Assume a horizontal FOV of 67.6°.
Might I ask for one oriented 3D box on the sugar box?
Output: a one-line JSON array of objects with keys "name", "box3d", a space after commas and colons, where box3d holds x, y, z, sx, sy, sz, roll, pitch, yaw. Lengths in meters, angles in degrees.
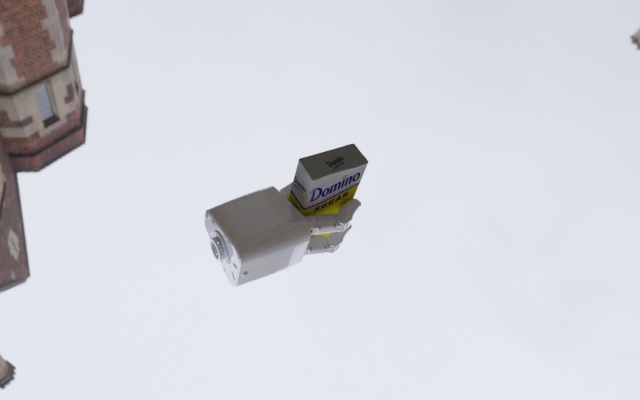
[{"name": "sugar box", "box3d": [0.000, 0.003, 0.690, 0.093, 0.048, 0.176, -19, -29, -28]}]
